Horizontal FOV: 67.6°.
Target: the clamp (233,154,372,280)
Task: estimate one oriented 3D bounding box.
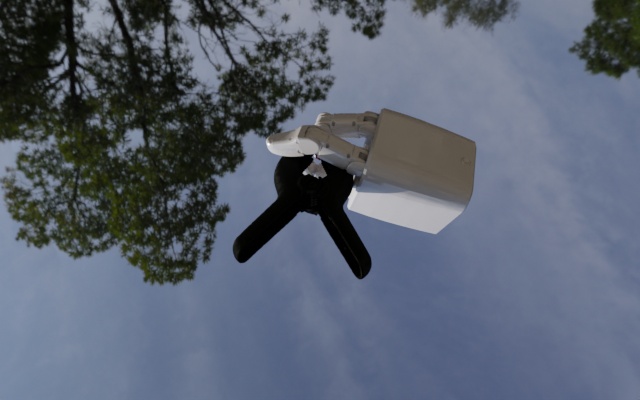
[{"bbox_3d":[0.000,0.002,0.458,0.120,0.171,0.039,18,-38,1],"label":"clamp"}]
